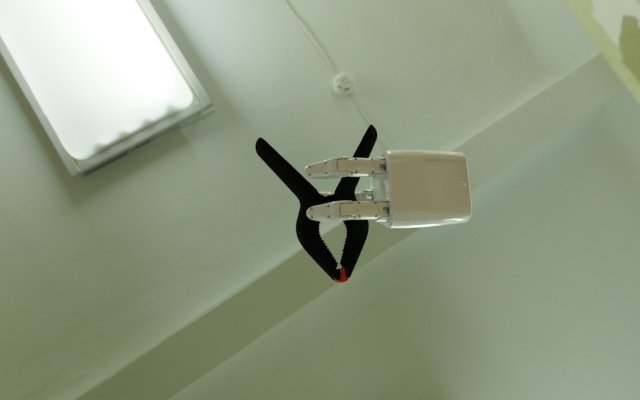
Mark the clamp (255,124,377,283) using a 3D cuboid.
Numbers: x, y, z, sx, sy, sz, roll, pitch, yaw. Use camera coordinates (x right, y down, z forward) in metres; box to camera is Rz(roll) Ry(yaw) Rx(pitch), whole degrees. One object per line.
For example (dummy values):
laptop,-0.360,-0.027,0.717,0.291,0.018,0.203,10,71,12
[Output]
clamp,0.000,0.003,0.622,0.164,0.210,0.036,-2,-11,-7
